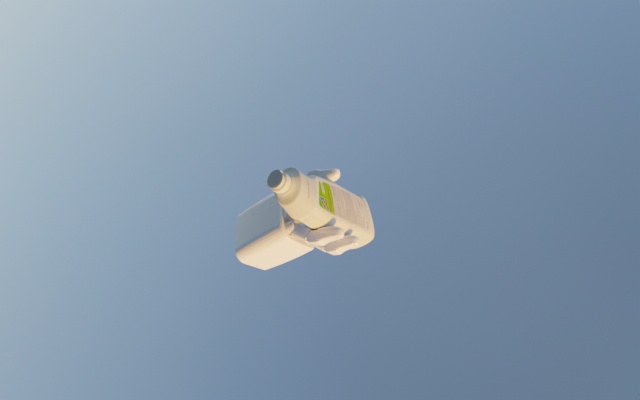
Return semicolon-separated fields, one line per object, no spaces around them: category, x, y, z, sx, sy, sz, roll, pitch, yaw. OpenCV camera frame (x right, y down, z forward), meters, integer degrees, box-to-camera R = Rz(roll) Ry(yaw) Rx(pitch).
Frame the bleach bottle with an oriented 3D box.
bleach bottle;0.000;0.003;0.775;0.068;0.102;0.251;-27;-32;22
